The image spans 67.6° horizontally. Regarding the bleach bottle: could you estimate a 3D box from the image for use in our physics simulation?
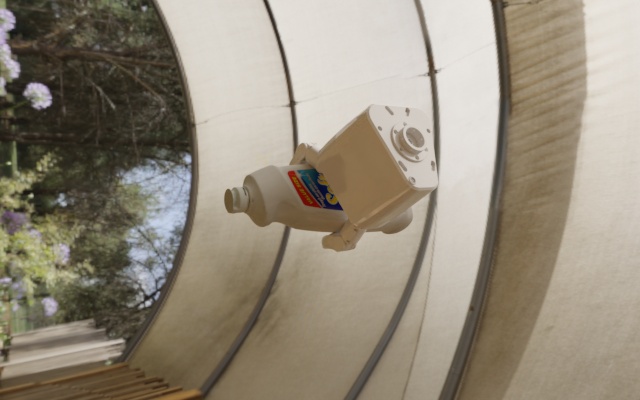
[{"bbox_3d":[0.000,0.002,0.620,0.251,0.102,0.068,-3,-22,-33],"label":"bleach bottle"}]
